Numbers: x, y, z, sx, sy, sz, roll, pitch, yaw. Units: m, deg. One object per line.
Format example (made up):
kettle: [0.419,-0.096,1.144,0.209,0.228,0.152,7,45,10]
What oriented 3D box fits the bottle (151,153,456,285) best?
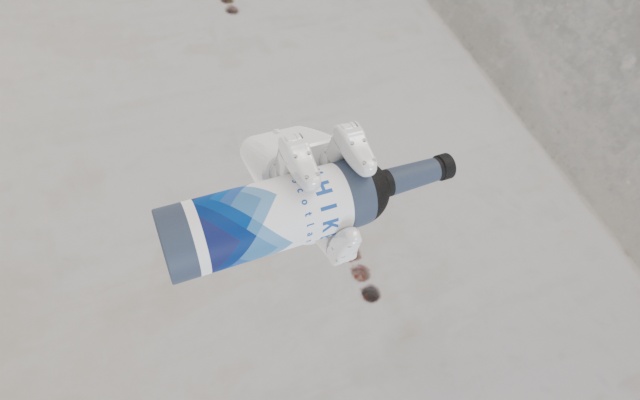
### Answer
bottle: [0.000,0.002,0.450,0.295,0.069,0.069,-16,5,-19]
